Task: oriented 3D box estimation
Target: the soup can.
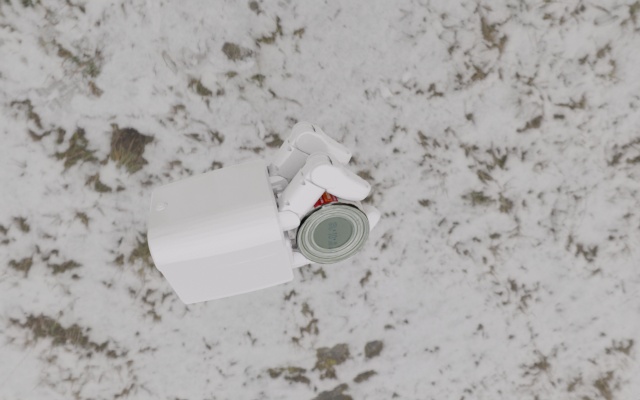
[{"bbox_3d":[0.001,0.002,0.448,0.068,0.068,0.102,0,35,-16],"label":"soup can"}]
